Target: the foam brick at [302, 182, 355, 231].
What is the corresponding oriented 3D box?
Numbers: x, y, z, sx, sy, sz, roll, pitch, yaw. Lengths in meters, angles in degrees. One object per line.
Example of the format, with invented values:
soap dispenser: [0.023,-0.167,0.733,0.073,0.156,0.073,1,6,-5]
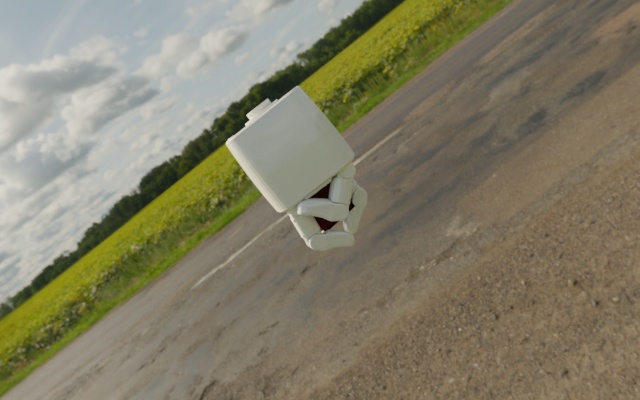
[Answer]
foam brick: [0.000,0.002,0.624,0.053,0.051,0.078,-42,13,-11]
